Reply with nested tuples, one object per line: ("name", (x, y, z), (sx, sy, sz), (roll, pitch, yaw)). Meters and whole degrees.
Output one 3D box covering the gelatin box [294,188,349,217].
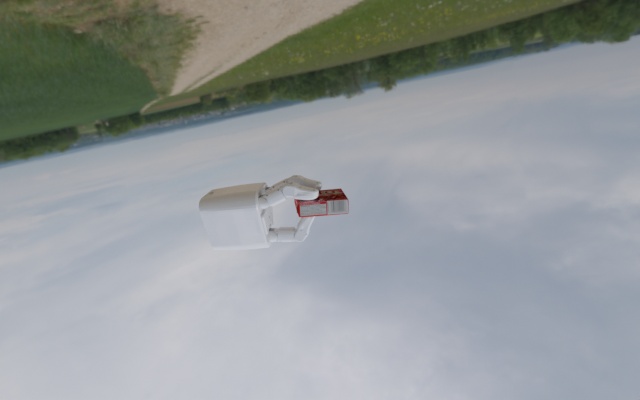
("gelatin box", (0.000, 0.003, 0.837), (0.089, 0.030, 0.073), (-4, 16, -6))
